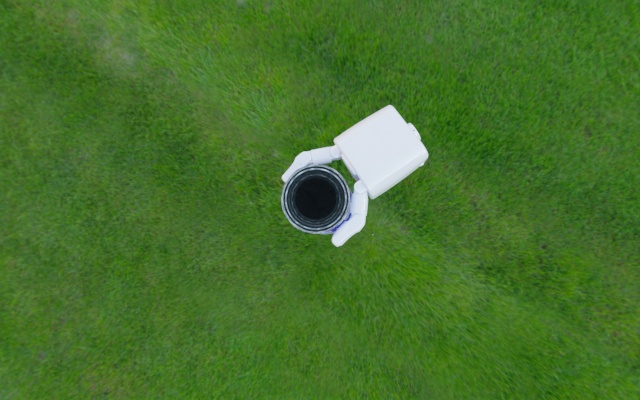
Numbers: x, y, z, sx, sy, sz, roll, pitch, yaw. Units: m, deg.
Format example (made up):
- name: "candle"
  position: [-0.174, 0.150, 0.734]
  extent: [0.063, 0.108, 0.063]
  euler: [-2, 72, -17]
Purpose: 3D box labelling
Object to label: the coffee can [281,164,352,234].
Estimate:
- name: "coffee can"
  position: [0.000, 0.003, 0.765]
  extent: [0.103, 0.103, 0.140]
  euler: [0, -4, 6]
